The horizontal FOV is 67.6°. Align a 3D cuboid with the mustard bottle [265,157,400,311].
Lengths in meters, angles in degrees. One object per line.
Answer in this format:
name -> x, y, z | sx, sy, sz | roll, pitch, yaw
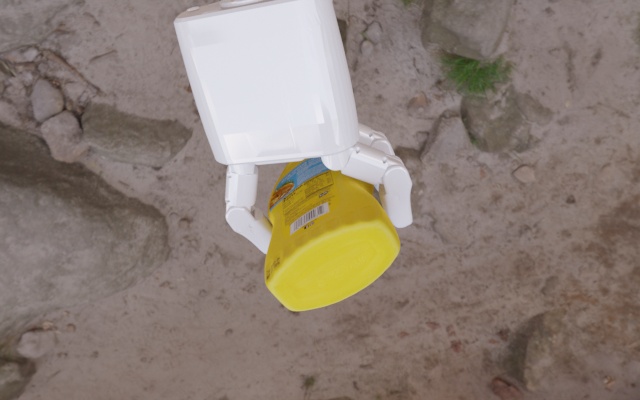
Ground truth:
mustard bottle -> 0.000, 0.002, 0.403 | 0.096, 0.058, 0.191 | -33, 27, 12
